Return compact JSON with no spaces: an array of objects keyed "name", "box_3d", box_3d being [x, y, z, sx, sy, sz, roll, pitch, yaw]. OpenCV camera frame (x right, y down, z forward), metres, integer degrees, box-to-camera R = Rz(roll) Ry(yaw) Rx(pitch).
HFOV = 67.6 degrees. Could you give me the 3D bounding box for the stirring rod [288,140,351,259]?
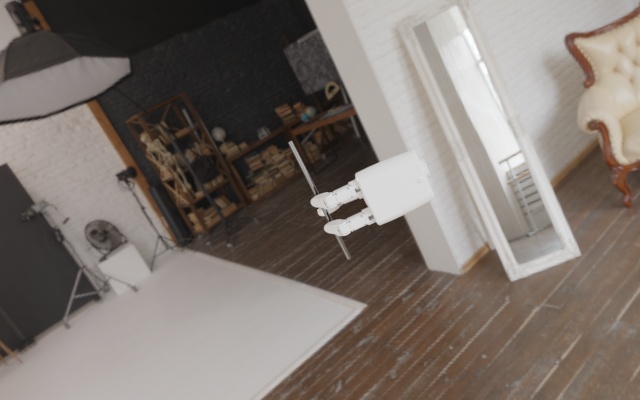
[{"name":"stirring rod","box_3d":[0.000,0.003,0.846,0.011,0.239,0.011,-25,16,7]}]
